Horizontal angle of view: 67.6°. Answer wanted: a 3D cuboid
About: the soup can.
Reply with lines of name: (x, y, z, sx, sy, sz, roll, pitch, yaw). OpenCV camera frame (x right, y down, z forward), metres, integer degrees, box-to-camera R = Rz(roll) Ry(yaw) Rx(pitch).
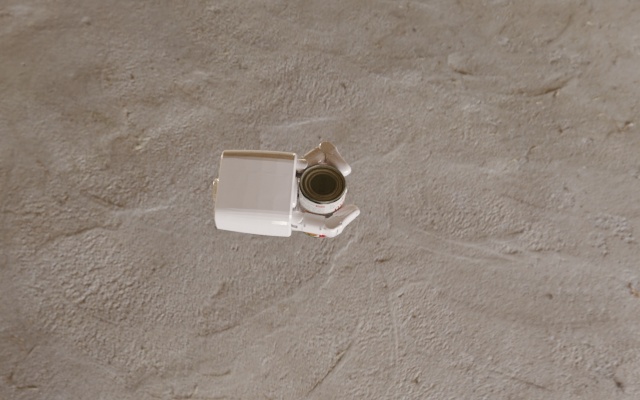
soup can: (0.001, 0.002, 0.697, 0.068, 0.068, 0.102, 0, -32, -4)
